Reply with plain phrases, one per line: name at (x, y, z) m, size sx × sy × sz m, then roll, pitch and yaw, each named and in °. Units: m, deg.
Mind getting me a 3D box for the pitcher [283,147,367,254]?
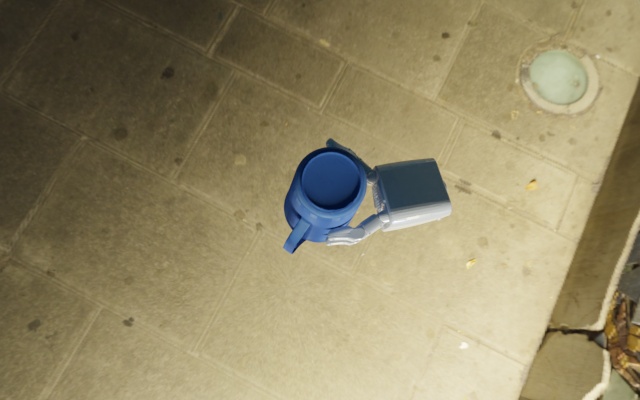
pitcher at (0.000, 0.003, 0.803) m, size 0.145 × 0.149 × 0.243 m, roll -8°, pitch -10°, yaw -6°
